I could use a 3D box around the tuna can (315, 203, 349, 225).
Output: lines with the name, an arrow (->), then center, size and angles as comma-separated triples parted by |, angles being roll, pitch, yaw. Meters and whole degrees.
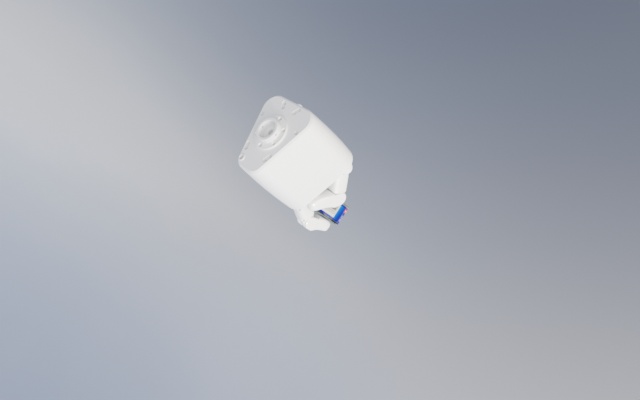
tuna can -> 0.000, 0.003, 0.744 | 0.086, 0.034, 0.086 | 33, -3, 2
